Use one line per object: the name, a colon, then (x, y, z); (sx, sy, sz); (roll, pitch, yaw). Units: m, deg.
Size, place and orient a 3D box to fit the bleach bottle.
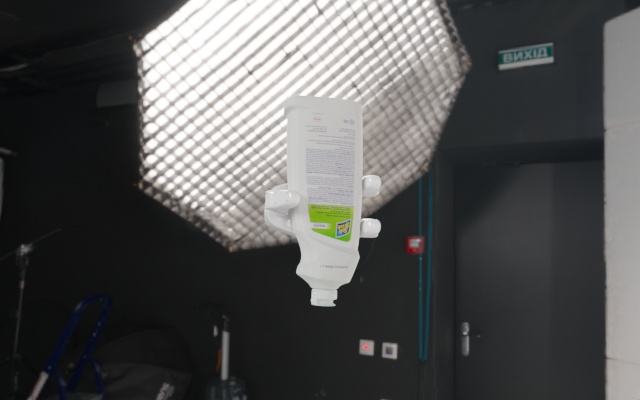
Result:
bleach bottle: (0.000, 0.002, 0.592); (0.102, 0.251, 0.068); (3, -7, -9)
